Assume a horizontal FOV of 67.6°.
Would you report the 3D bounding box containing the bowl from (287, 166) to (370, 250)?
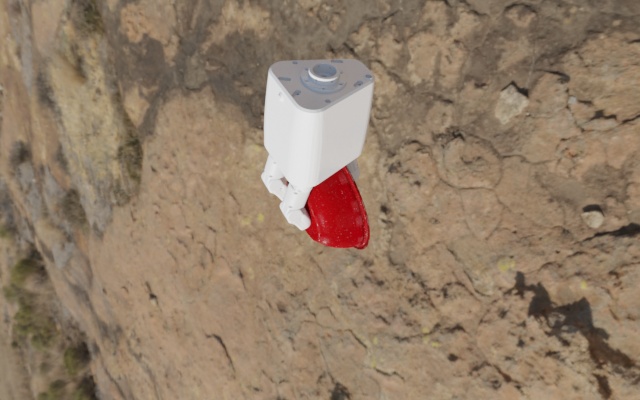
[{"bbox_3d":[0.000,0.003,0.632,0.055,0.162,0.162,-25,7,-16],"label":"bowl"}]
